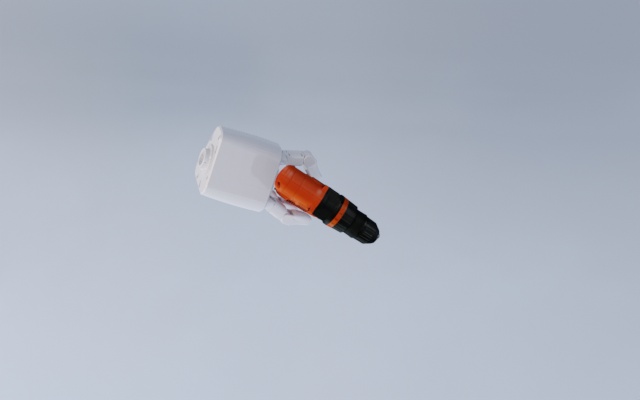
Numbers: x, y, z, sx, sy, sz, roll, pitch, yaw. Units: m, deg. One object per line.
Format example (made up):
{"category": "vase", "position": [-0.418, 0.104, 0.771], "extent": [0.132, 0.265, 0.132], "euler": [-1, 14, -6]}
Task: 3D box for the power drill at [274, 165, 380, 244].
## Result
{"category": "power drill", "position": [0.000, 0.002, 0.794], "extent": [0.184, 0.057, 0.187], "euler": [35, -4, -13]}
